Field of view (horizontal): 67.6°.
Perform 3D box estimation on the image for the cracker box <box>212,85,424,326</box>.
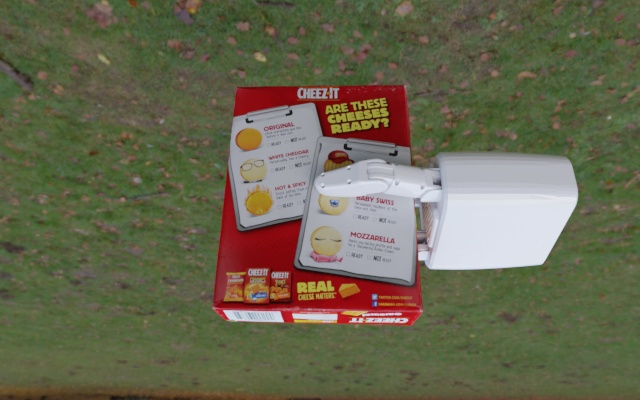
[{"bbox_3d":[0.000,0.002,0.434,0.164,0.213,0.072,0,-25,2],"label":"cracker box"}]
